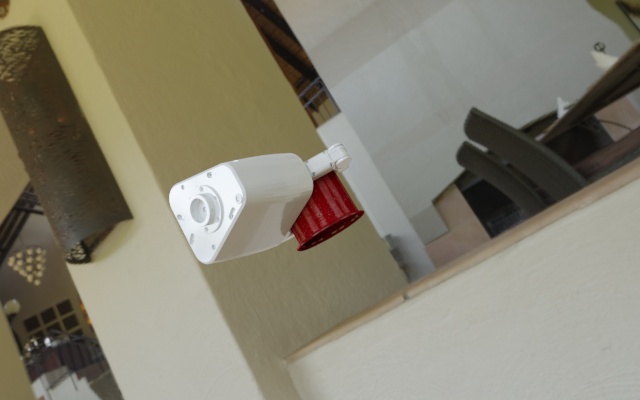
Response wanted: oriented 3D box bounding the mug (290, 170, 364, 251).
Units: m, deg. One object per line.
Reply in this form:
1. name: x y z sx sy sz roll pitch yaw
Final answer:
1. mug: 0.001 0.002 0.591 0.093 0.081 0.117 -38 -14 34
